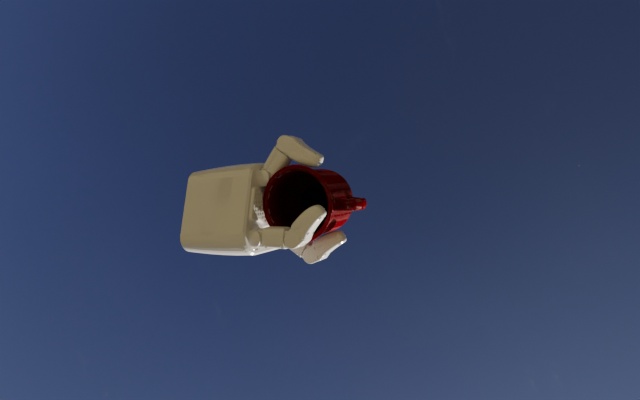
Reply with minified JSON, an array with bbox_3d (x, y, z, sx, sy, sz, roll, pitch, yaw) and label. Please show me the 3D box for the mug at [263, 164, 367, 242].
[{"bbox_3d":[0.001,0.002,0.584,0.117,0.093,0.081,-2,3,27],"label":"mug"}]
